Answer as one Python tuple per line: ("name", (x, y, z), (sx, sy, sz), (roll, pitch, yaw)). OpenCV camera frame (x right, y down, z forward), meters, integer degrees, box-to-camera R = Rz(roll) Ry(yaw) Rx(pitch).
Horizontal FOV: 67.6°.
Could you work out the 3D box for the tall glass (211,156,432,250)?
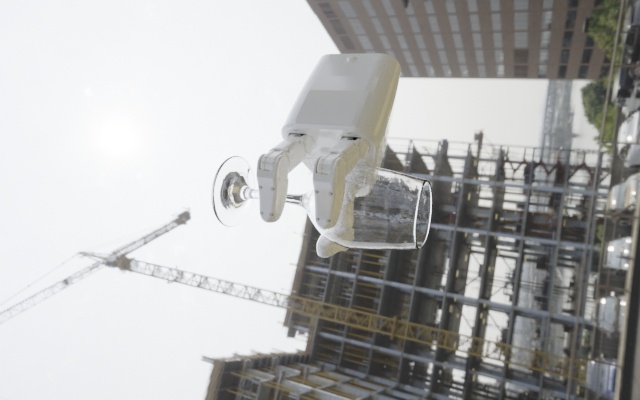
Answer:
("tall glass", (-0.001, 0.002, 0.454), (0.201, 0.079, 0.079), (7, 3, 24))
